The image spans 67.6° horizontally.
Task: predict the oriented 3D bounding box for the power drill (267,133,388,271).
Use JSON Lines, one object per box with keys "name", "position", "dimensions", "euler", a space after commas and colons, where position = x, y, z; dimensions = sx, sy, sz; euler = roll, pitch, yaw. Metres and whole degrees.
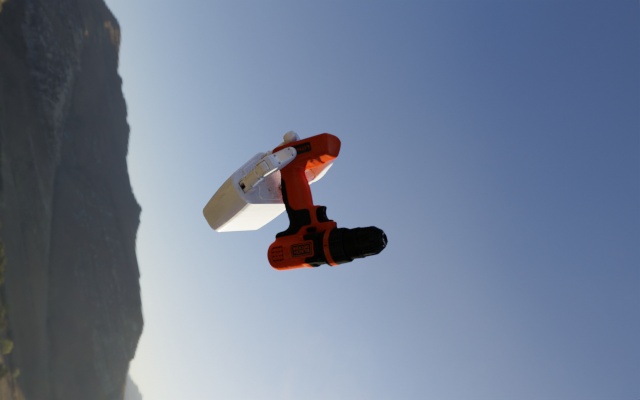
{"name": "power drill", "position": [0.000, 0.002, 0.690], "dimensions": [0.184, 0.187, 0.057], "euler": [-12, -16, 25]}
